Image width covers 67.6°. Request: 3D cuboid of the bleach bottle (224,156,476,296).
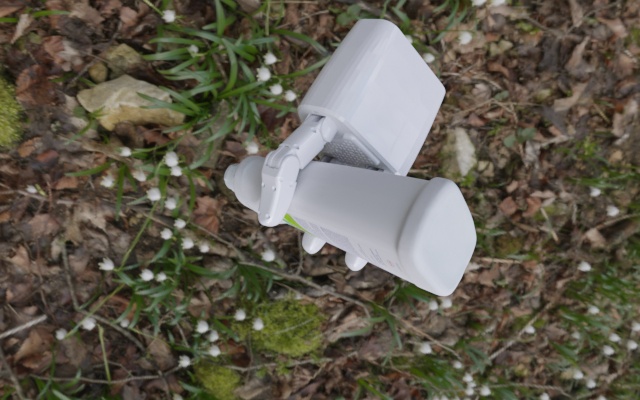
[{"bbox_3d":[0.000,0.001,0.416,0.251,0.068,0.103,18,-19,38],"label":"bleach bottle"}]
